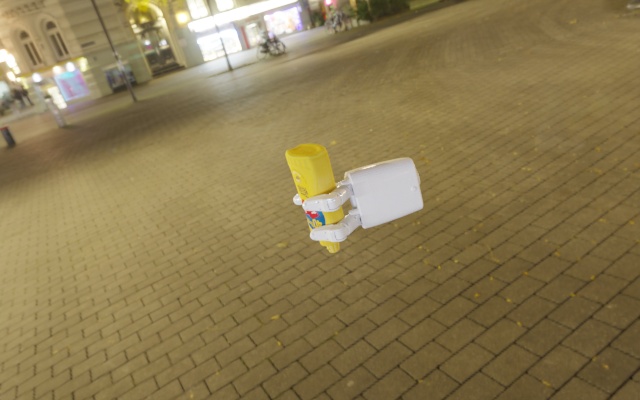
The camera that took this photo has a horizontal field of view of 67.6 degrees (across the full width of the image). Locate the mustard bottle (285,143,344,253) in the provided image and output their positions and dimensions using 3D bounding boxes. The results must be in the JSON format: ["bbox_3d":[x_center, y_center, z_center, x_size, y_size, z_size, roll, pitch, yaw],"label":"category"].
[{"bbox_3d":[0.000,0.003,0.806,0.058,0.192,0.096,-27,24,-23],"label":"mustard bottle"}]
